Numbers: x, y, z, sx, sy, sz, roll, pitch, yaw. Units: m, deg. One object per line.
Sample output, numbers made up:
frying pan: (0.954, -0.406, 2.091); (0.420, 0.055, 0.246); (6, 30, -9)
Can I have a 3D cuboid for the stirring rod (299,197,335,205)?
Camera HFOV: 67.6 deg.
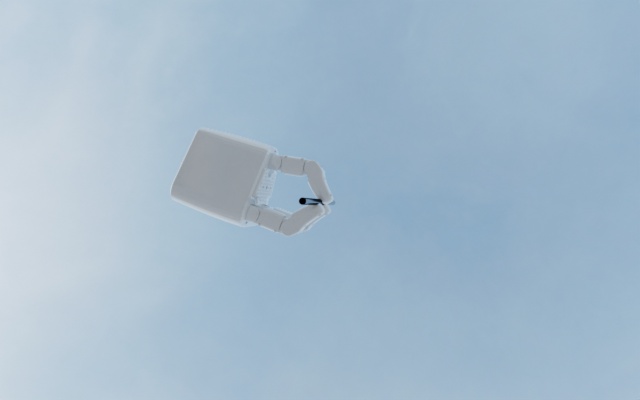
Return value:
stirring rod: (0.000, 0.002, 0.623); (0.011, 0.011, 0.239); (0, -1, 9)
